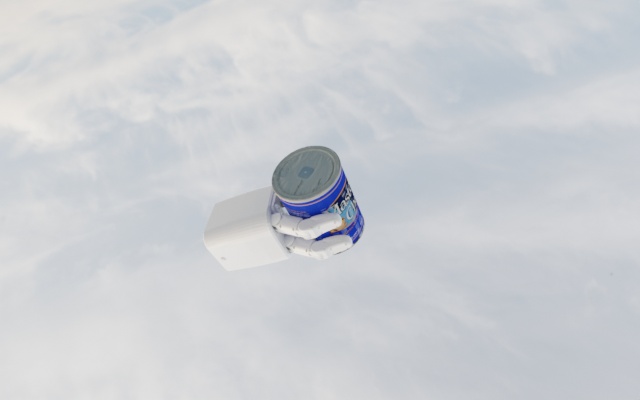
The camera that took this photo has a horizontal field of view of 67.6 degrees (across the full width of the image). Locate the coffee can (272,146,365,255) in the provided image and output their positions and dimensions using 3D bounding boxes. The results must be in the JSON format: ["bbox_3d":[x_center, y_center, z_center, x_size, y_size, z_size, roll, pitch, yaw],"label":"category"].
[{"bbox_3d":[0.000,0.002,0.717,0.103,0.102,0.140,0,-38,23],"label":"coffee can"}]
